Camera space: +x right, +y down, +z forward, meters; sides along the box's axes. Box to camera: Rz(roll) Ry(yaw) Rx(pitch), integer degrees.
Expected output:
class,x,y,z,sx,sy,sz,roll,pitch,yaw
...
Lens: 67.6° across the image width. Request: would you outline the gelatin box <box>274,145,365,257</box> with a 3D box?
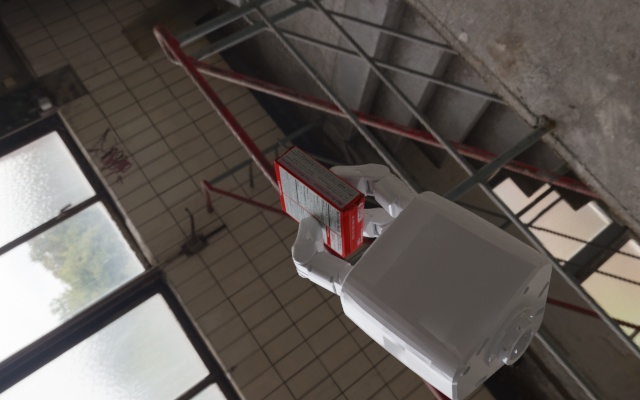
class,x,y,z,sx,sy,sz,roll,pitch,yaw
gelatin box,-0.001,0.002,0.439,0.089,0.073,0.030,36,62,27
